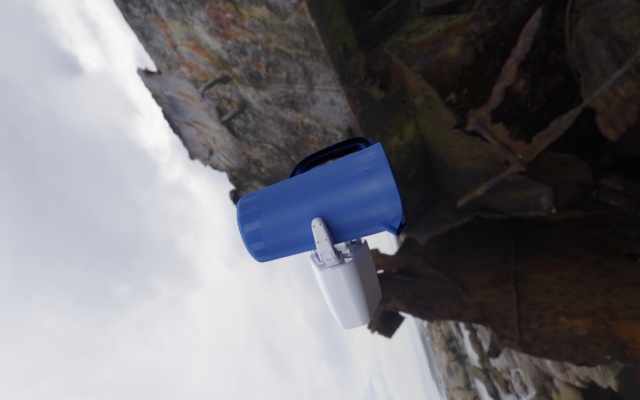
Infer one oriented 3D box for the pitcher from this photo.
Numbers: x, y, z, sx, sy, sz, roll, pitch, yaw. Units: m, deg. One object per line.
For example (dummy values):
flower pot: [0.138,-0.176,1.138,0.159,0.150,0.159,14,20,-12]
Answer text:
pitcher: [0.000,0.003,0.733,0.243,0.145,0.149,-18,12,7]
